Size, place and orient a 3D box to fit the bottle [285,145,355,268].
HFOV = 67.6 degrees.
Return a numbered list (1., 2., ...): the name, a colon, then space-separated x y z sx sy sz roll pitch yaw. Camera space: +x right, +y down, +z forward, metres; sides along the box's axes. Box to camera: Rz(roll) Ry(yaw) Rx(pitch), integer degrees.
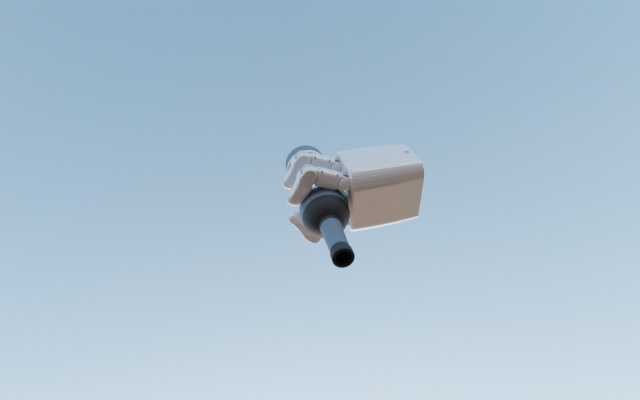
1. bottle: 0.000 0.002 0.678 0.069 0.069 0.295 0 26 -12
